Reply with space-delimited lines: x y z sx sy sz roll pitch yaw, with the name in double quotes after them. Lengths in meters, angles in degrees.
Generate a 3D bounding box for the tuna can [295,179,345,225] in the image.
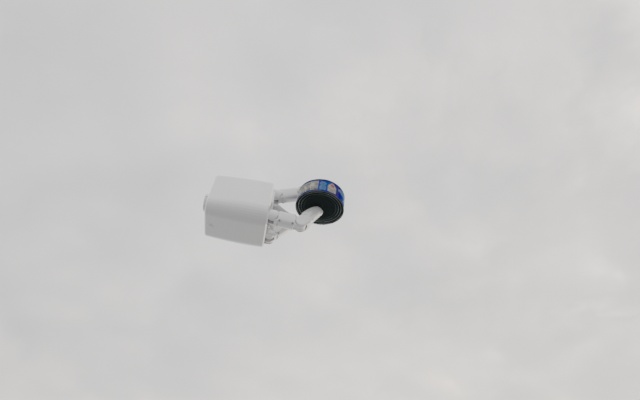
0.000 0.002 0.846 0.086 0.033 0.086 5 -44 4 "tuna can"
